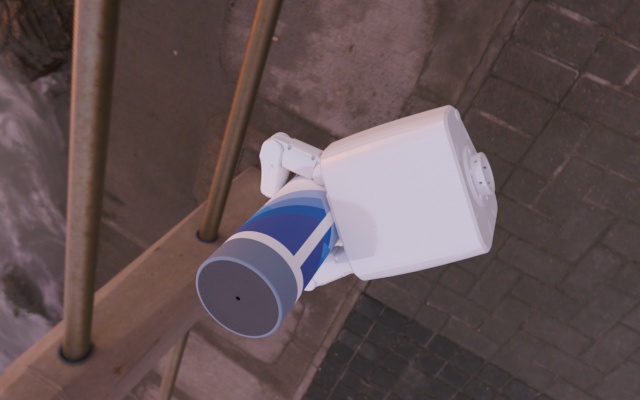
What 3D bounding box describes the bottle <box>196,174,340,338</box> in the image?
[{"bbox_3d":[0.000,0.002,0.437,0.069,0.069,0.295,0,26,25],"label":"bottle"}]
